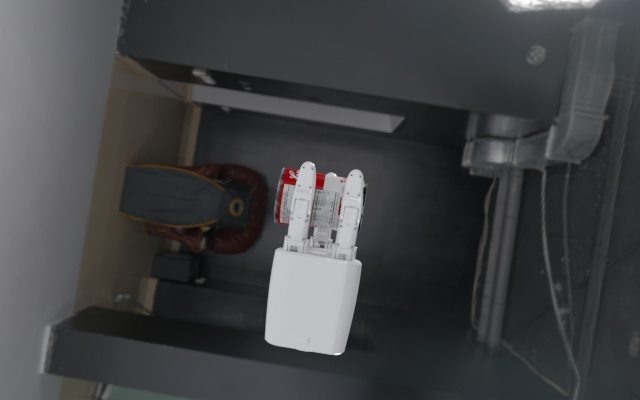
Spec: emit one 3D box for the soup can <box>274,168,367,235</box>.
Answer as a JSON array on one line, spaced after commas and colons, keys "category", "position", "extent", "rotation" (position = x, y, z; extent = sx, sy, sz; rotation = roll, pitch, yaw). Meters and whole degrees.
[{"category": "soup can", "position": [0.000, 0.001, 0.575], "extent": [0.102, 0.068, 0.068], "rotation": [9, 0, 1]}]
